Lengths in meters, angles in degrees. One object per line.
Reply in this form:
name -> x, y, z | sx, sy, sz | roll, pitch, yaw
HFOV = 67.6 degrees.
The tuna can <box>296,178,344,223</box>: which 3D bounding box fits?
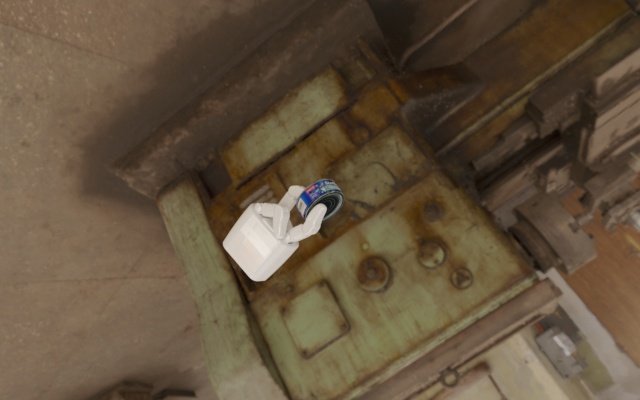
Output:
tuna can -> 0.000, 0.003, 0.870 | 0.086, 0.086, 0.033 | 0, 43, -45
